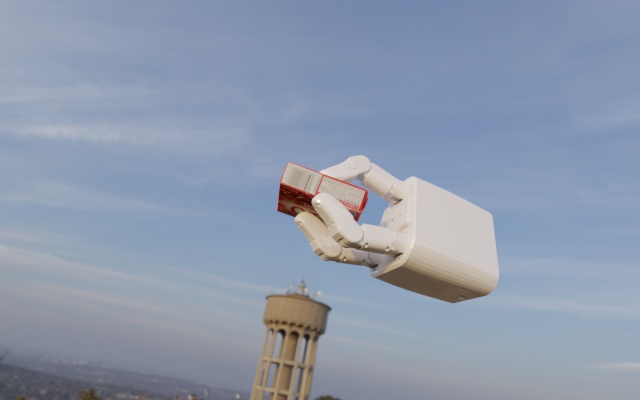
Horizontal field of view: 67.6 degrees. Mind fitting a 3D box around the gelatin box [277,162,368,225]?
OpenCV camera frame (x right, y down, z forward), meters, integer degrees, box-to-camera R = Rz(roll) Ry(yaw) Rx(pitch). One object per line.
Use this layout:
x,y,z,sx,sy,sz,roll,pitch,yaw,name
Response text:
0.000,0.001,0.506,0.089,0.030,0.073,20,-25,2,gelatin box
